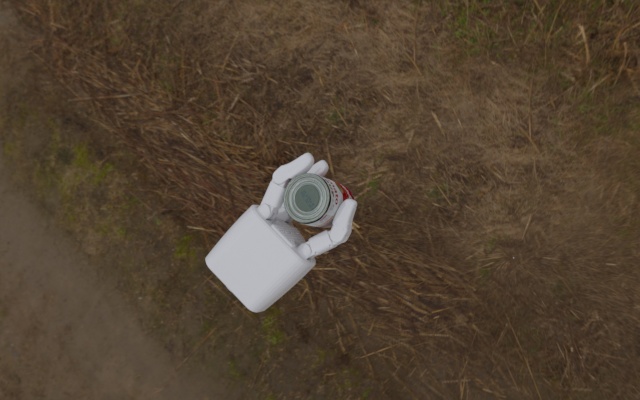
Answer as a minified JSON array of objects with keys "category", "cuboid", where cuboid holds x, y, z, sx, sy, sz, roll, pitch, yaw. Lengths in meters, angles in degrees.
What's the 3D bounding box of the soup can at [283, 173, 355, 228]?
[{"category":"soup can","cuboid":[0.000,0.002,0.654,0.068,0.068,0.102,0,-6,22]}]
